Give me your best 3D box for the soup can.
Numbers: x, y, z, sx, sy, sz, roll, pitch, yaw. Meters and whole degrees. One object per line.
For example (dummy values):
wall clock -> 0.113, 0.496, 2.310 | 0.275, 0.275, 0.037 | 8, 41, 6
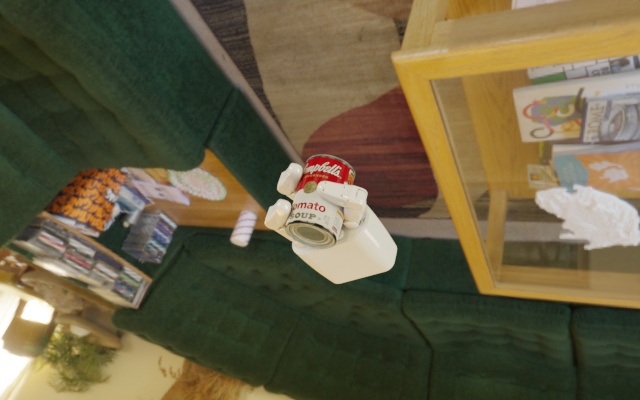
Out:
soup can -> 0.000, 0.002, 0.610 | 0.068, 0.102, 0.068 | 13, -29, 7
